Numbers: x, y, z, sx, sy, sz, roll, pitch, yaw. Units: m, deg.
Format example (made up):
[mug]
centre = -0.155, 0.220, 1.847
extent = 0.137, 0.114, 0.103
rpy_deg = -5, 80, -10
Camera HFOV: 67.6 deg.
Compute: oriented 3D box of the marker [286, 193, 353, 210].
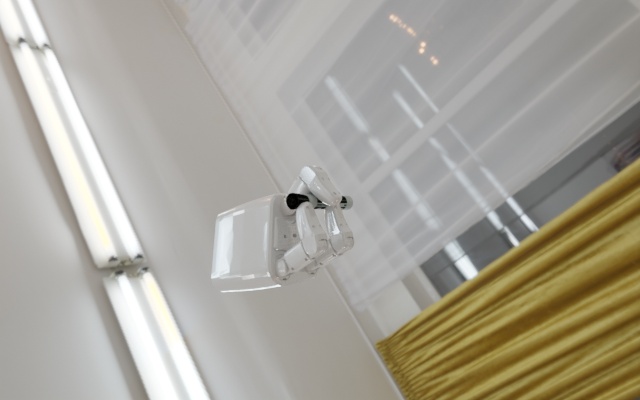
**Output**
[marker]
centre = 0.000, 0.002, 0.577
extent = 0.020, 0.020, 0.121
rpy_deg = 0, -1, 36
